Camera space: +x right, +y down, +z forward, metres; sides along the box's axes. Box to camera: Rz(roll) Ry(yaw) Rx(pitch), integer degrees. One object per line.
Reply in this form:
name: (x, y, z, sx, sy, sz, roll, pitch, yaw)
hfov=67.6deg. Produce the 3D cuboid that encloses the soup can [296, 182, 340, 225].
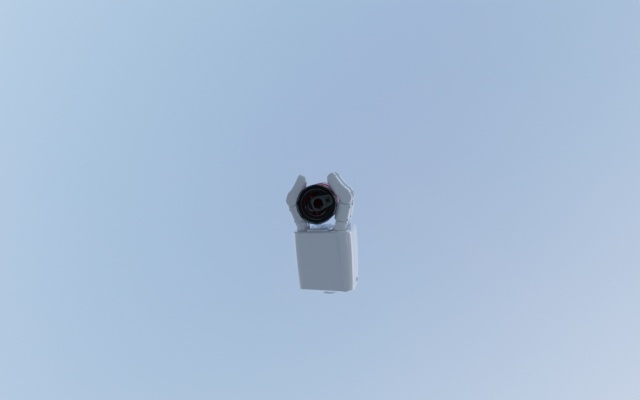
soup can: (0.000, 0.002, 0.846, 0.068, 0.068, 0.102, 0, 5, 9)
